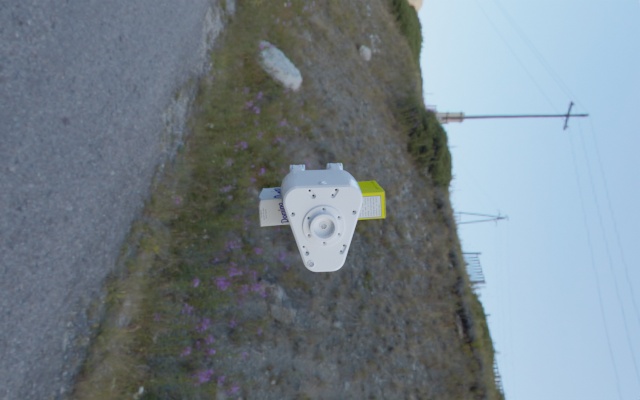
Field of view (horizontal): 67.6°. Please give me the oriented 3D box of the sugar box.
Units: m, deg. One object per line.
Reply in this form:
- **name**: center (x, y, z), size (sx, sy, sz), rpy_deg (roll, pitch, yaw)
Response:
- **sugar box**: center (0.000, 0.002, 0.699), size (0.176, 0.048, 0.093), rpy_deg (-2, 11, -3)
